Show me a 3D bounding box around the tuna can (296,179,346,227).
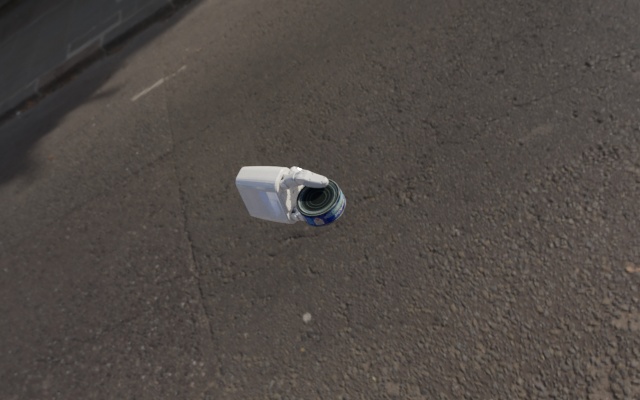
[{"bbox_3d":[0.000,0.002,0.857,0.086,0.086,0.034,0,-36,25],"label":"tuna can"}]
